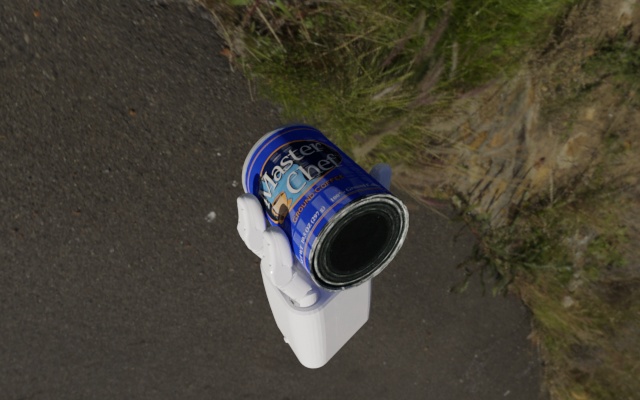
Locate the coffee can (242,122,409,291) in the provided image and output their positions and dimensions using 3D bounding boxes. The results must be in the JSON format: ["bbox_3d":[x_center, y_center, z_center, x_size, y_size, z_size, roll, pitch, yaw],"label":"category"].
[{"bbox_3d":[0.000,0.001,0.454,0.103,0.103,0.140,0,32,-37],"label":"coffee can"}]
